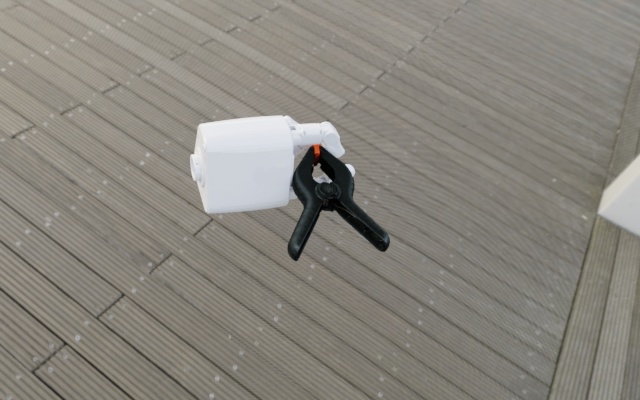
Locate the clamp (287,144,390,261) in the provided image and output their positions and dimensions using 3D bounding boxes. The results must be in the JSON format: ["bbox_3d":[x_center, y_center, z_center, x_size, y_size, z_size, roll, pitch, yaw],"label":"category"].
[{"bbox_3d":[0.000,0.001,0.586,0.120,0.171,0.039,-8,-39,-23],"label":"clamp"}]
